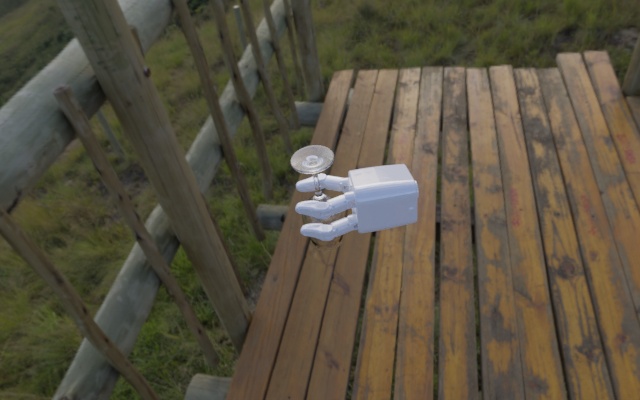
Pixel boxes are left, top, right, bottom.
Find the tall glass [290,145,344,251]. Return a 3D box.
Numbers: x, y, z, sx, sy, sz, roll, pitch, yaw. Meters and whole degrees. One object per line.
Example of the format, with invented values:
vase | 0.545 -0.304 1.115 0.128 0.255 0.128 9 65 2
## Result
tall glass | 0.000 0.002 0.861 0.079 0.201 0.079 -6 43 5
